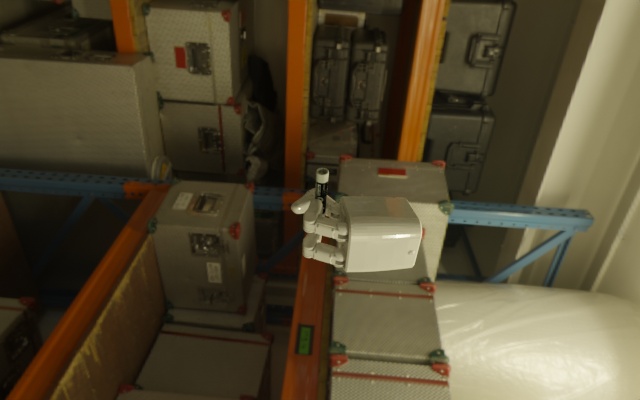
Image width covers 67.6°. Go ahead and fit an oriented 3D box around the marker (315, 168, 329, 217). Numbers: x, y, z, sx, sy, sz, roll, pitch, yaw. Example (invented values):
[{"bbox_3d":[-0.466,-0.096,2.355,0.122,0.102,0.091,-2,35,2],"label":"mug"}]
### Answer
[{"bbox_3d":[0.000,0.002,0.734,0.020,0.121,0.020,2,42,-2],"label":"marker"}]
